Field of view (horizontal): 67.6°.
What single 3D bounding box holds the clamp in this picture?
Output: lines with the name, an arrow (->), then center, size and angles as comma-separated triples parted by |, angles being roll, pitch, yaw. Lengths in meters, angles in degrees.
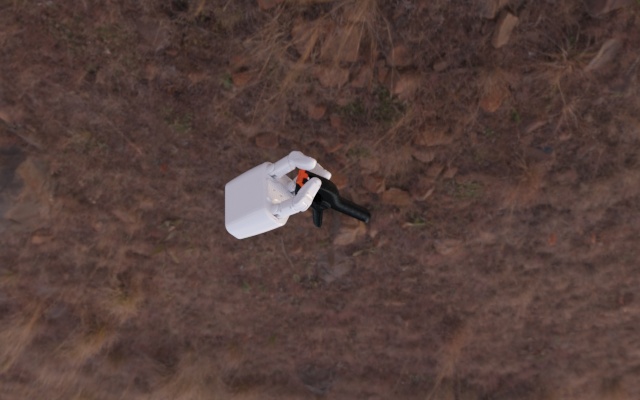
clamp -> 0.000, 0.003, 0.874 | 0.120, 0.039, 0.171 | -21, -45, 33
